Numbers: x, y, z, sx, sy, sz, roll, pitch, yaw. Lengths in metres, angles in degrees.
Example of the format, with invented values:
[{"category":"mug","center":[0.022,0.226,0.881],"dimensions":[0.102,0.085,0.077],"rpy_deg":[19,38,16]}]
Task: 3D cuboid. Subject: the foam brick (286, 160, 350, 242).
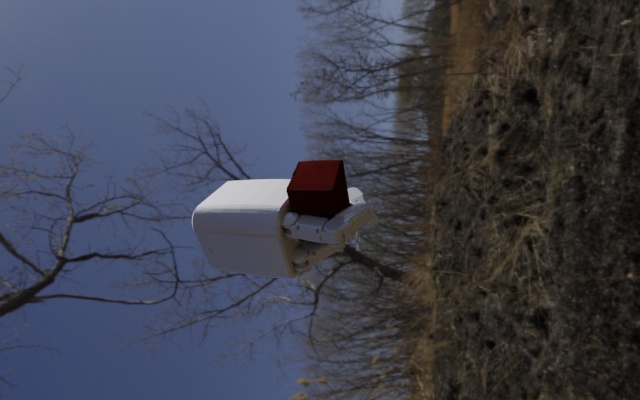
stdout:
[{"category":"foam brick","center":[0.000,0.001,0.520],"dimensions":[0.051,0.078,0.053],"rpy_deg":[2,41,17]}]
